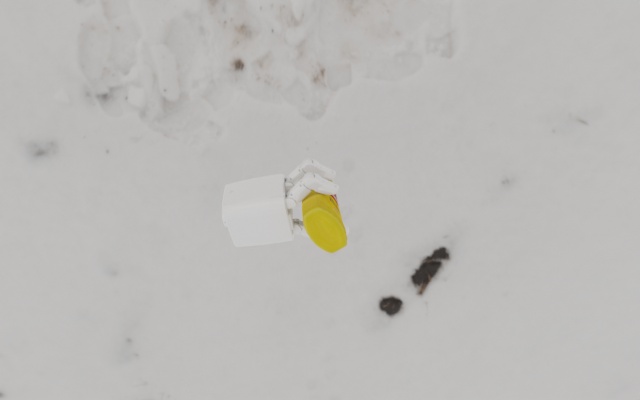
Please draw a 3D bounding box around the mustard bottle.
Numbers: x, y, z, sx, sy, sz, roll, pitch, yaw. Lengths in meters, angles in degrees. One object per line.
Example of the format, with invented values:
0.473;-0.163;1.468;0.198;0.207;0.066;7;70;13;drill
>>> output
0.000;0.003;0.843;0.058;0.096;0.191;-31;29;12;mustard bottle
